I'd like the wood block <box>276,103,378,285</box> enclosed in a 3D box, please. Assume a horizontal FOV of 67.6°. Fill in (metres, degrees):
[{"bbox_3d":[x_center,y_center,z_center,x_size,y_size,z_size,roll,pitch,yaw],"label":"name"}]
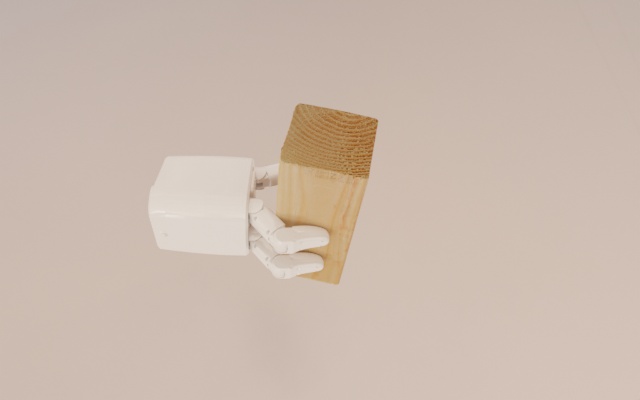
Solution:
[{"bbox_3d":[0.000,0.002,0.555,0.090,0.090,0.206,12,-39,1],"label":"wood block"}]
